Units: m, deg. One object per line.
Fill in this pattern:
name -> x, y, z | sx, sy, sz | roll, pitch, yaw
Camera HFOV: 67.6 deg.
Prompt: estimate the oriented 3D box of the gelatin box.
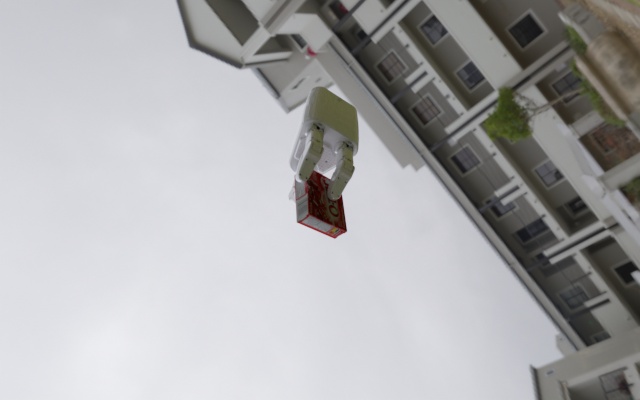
gelatin box -> 0.000, 0.003, 0.686 | 0.073, 0.089, 0.030 | 26, -47, -35
